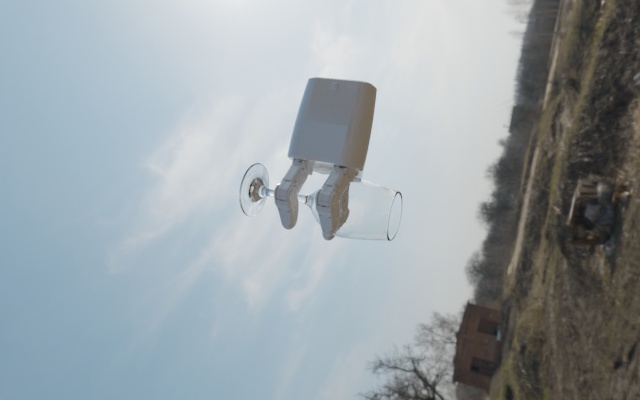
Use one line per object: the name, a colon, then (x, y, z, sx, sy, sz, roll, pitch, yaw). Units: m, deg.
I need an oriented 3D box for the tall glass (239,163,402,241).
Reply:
tall glass: (-0.001, 0.002, 0.615, 0.201, 0.079, 0.079, 11, 4, 22)
